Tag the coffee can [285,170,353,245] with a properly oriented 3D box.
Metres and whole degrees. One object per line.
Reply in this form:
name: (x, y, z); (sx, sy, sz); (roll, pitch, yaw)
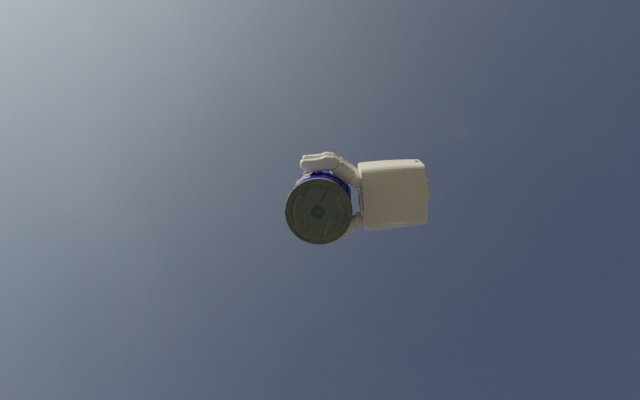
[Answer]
coffee can: (0.000, 0.003, 0.785); (0.103, 0.103, 0.140); (0, 13, 3)
